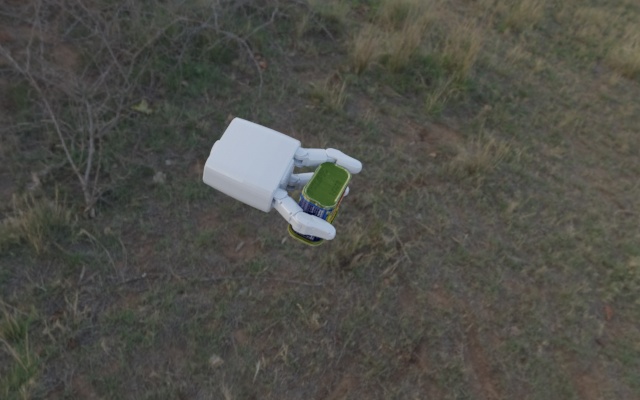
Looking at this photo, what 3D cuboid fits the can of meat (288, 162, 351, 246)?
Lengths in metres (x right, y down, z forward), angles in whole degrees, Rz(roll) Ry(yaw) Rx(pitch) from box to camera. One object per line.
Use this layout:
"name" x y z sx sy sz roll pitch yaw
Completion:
"can of meat" 0.000 0.002 0.708 0.057 0.084 0.102 26 44 5
